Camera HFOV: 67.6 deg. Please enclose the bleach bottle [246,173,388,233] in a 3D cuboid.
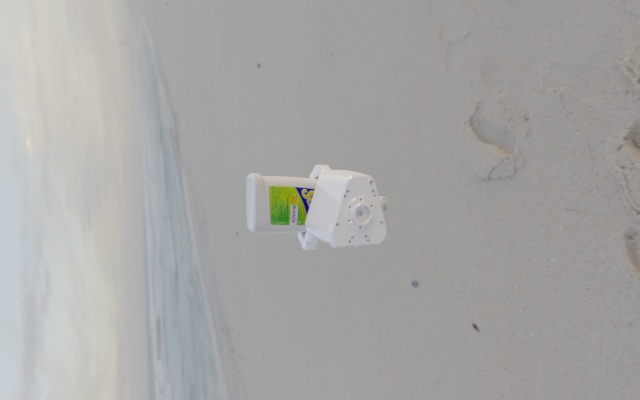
[{"bbox_3d":[0.000,0.003,0.836,0.251,0.102,0.068,-2,6,-21],"label":"bleach bottle"}]
